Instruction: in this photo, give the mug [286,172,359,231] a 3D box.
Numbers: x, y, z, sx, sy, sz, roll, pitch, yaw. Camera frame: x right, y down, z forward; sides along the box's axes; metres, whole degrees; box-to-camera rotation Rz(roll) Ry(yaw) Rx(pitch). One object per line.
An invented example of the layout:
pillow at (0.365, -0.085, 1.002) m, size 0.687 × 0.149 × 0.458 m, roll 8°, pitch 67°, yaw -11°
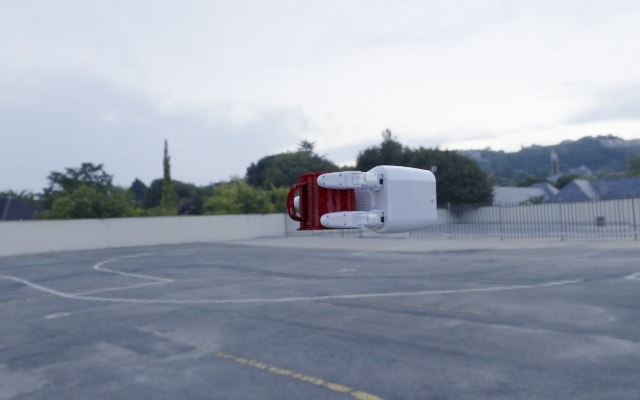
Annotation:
mug at (-0.001, 0.002, 0.694) m, size 0.117 × 0.081 × 0.093 m, roll 1°, pitch -4°, yaw -37°
